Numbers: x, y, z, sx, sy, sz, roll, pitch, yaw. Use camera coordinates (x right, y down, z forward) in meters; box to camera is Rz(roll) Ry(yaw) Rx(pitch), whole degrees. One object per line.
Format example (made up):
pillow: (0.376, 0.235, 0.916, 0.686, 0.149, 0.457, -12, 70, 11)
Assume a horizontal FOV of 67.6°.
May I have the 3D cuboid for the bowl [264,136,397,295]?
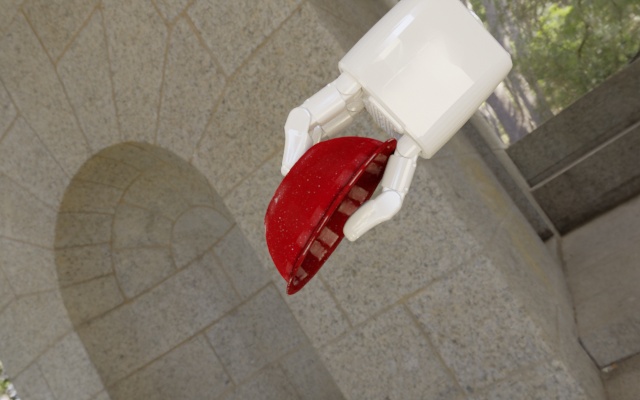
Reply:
bowl: (-0.001, 0.002, 0.417, 0.055, 0.162, 0.162, 34, 7, 11)
